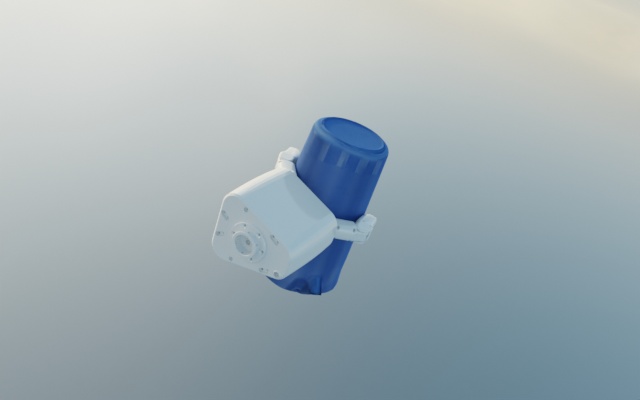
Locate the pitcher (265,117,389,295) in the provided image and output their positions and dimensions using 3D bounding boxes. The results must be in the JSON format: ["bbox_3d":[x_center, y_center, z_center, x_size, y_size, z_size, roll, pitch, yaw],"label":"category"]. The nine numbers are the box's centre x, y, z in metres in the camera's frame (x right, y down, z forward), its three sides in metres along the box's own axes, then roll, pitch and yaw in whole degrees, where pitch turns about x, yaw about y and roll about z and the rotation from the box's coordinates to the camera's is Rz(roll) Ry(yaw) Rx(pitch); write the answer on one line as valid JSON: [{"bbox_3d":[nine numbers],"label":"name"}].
[{"bbox_3d":[0.000,0.002,0.695,0.149,0.243,0.145,32,31,16],"label":"pitcher"}]
